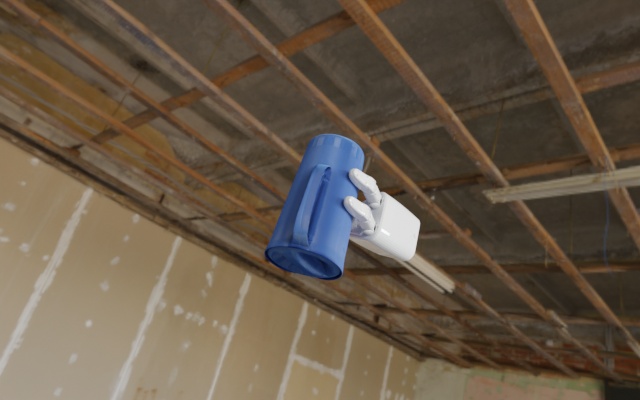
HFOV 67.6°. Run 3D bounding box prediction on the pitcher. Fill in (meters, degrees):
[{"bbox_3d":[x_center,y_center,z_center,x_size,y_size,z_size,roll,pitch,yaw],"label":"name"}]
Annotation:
[{"bbox_3d":[0.000,0.003,0.826,0.145,0.242,0.149,32,-30,-29],"label":"pitcher"}]
